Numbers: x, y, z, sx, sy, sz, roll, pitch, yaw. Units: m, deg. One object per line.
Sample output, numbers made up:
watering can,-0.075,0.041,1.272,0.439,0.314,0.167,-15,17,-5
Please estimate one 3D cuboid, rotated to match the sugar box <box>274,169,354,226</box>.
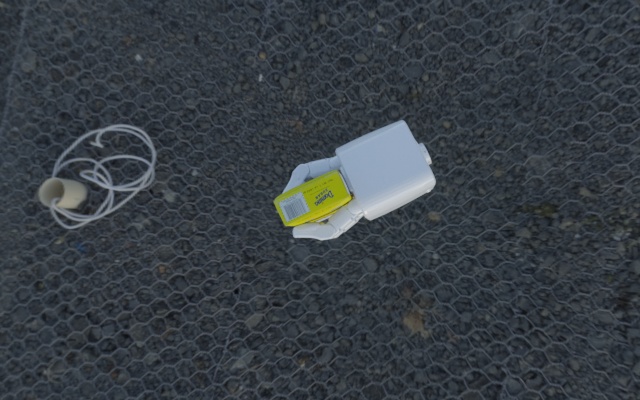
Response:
sugar box,0.000,0.003,0.689,0.093,0.048,0.176,-24,-9,7
